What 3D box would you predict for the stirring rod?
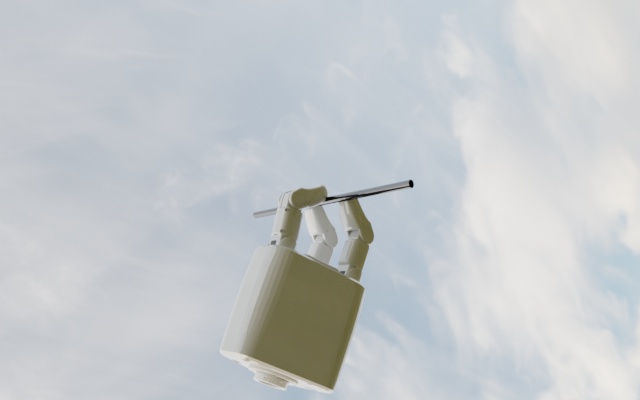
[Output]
[{"bbox_3d":[0.000,0.002,0.519,0.011,0.011,0.239,0,-8,-44],"label":"stirring rod"}]
